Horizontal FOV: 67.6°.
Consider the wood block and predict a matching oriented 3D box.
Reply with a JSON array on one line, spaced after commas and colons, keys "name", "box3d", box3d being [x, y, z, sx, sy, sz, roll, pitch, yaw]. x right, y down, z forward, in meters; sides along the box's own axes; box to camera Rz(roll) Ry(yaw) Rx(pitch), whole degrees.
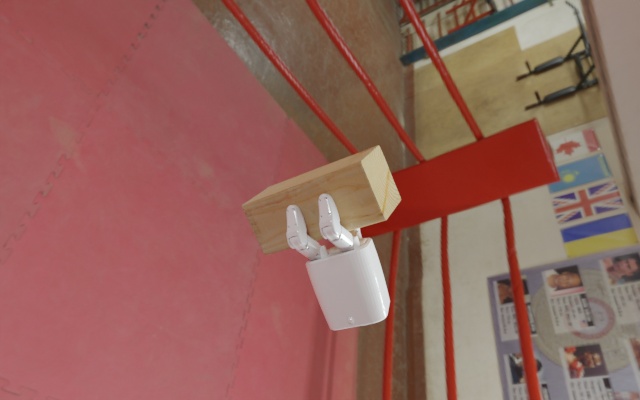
[{"name": "wood block", "box3d": [0.001, 0.003, 0.709, 0.206, 0.090, 0.090, -19, 11, 29]}]
